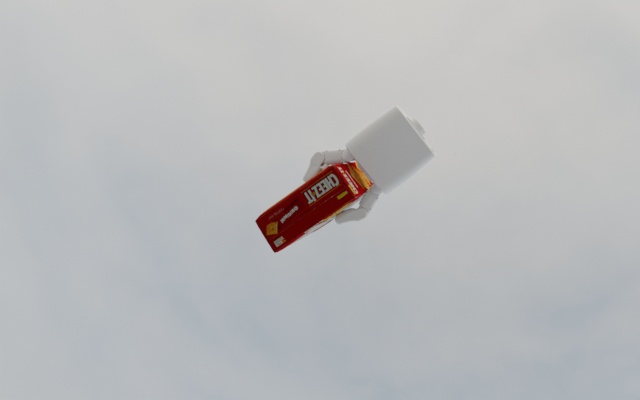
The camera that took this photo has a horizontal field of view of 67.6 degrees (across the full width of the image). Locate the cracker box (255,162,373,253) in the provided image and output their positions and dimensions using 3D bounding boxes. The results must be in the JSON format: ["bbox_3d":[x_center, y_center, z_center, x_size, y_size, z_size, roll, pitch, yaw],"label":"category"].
[{"bbox_3d":[0.000,0.003,0.841,0.164,0.072,0.213,-36,-5,16],"label":"cracker box"}]
